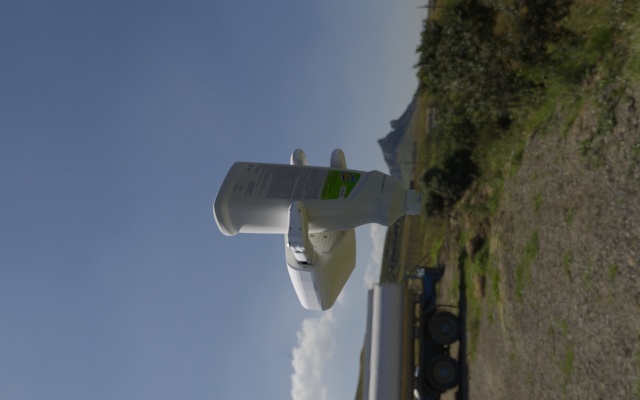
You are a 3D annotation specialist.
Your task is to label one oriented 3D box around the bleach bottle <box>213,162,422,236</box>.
[{"bbox_3d":[0.000,0.002,0.606,0.251,0.102,0.068,4,-42,13],"label":"bleach bottle"}]
